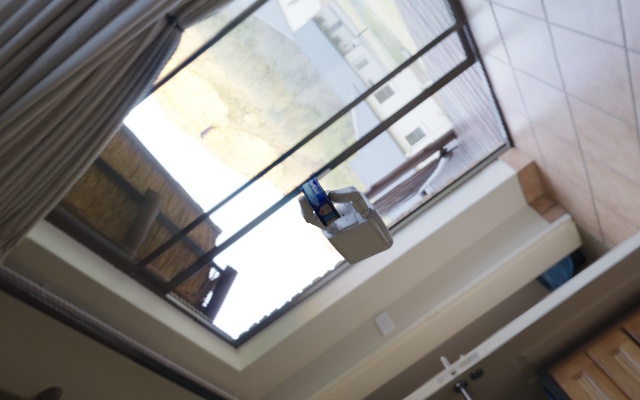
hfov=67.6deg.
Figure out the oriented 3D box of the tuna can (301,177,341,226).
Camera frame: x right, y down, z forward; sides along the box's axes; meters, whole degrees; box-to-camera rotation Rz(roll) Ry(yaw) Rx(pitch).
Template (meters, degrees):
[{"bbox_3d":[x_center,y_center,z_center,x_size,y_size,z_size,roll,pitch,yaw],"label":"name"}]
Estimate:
[{"bbox_3d":[0.000,0.003,0.845,0.034,0.086,0.086,-32,-1,2],"label":"tuna can"}]
